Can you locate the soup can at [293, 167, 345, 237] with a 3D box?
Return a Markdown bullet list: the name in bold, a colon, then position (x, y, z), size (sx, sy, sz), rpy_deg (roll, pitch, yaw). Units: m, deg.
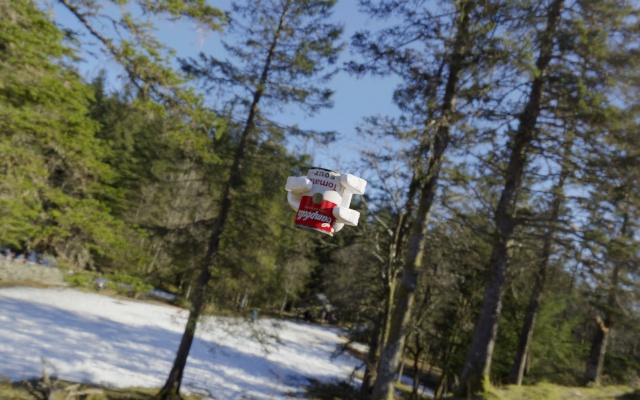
- **soup can**: position (0.000, 0.002, 0.797), size (0.068, 0.102, 0.068), rpy_deg (15, -9, 2)
